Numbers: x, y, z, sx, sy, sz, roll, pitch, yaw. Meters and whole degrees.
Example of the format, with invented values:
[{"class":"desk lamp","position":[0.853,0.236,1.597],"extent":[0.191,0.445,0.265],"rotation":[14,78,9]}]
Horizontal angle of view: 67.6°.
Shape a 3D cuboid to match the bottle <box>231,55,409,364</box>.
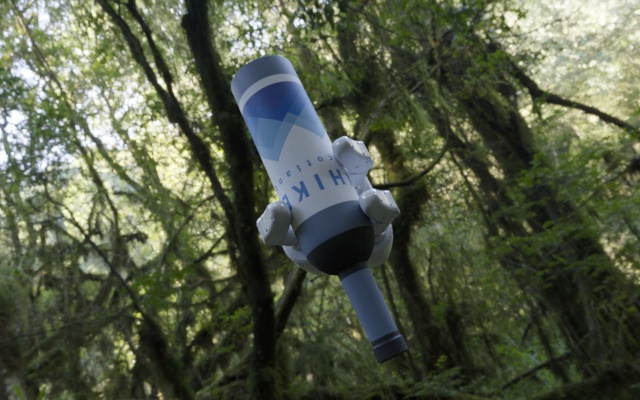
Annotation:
[{"class":"bottle","position":[0.000,0.001,0.435],"extent":[0.069,0.295,0.069],"rotation":[-22,-20,-9]}]
